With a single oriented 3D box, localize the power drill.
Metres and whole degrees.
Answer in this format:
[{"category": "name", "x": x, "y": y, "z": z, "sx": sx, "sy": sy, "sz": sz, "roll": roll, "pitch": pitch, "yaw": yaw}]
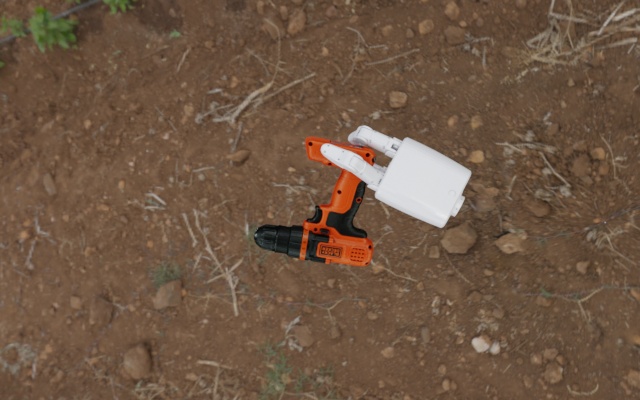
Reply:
[{"category": "power drill", "x": 0.000, "y": 0.002, "z": 0.721, "sx": 0.184, "sy": 0.188, "sz": 0.057, "roll": 9, "pitch": 14, "yaw": -4}]
